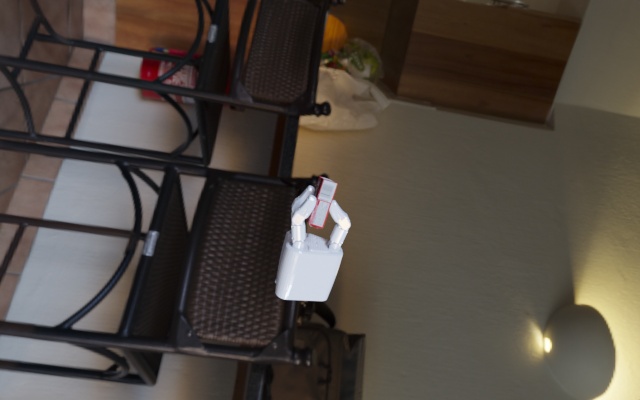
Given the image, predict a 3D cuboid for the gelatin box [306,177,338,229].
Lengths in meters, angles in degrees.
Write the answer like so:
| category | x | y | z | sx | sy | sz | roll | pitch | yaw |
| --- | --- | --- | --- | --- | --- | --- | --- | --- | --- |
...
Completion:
| category | x | y | z | sx | sy | sz | roll | pitch | yaw |
| --- | --- | --- | --- | --- | --- | --- | --- | --- | --- |
| gelatin box | 0.001 | 0.003 | 0.884 | 0.030 | 0.089 | 0.073 | 18 | 5 | -8 |
